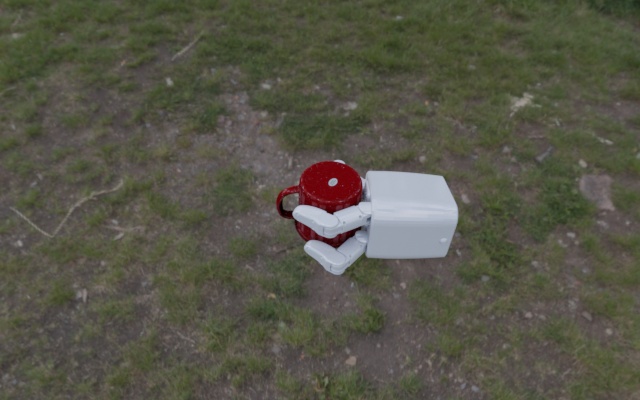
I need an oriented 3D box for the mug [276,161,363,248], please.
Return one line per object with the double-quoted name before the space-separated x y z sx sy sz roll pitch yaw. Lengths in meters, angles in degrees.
"mug" -0.001 0.002 0.631 0.117 0.093 0.082 2 -44 -1
